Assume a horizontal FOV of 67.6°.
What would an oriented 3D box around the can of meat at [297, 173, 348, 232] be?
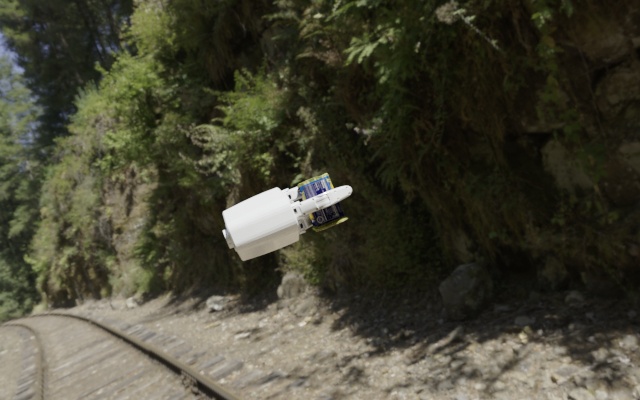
[{"bbox_3d":[0.000,0.002,0.812,0.057,0.084,0.102,-23,1,-6],"label":"can of meat"}]
